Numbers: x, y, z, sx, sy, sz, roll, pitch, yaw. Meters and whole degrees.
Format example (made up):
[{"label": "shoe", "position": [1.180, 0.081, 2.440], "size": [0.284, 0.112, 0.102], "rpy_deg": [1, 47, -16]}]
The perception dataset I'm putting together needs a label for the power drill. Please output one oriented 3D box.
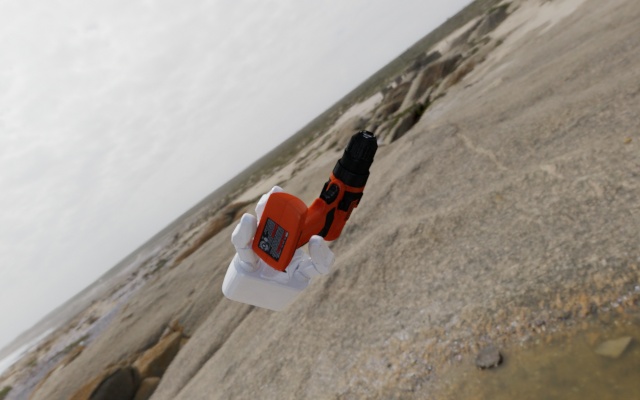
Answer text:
[{"label": "power drill", "position": [0.000, 0.002, 0.636], "size": [0.057, 0.184, 0.187], "rpy_deg": [34, 33, 21]}]
